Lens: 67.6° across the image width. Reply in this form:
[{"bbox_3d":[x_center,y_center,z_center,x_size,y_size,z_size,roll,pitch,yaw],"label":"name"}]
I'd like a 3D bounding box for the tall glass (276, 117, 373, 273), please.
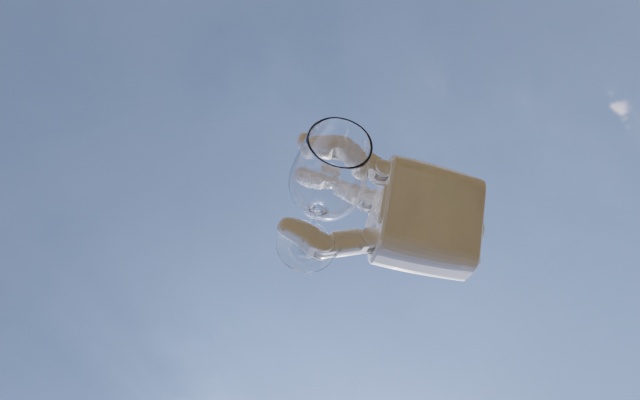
[{"bbox_3d":[0.000,0.002,0.514,0.079,0.079,0.201,0,-34,-12],"label":"tall glass"}]
